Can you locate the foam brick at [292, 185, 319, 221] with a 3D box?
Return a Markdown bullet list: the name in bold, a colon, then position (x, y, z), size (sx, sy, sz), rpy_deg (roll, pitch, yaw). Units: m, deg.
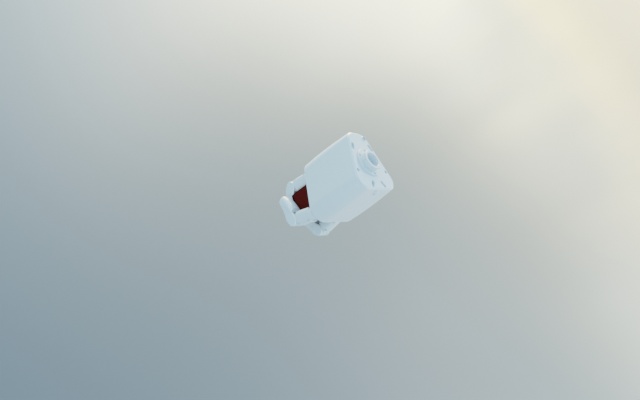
- **foam brick**: position (0.000, 0.003, 0.831), size (0.078, 0.053, 0.051), rpy_deg (0, -28, -48)
